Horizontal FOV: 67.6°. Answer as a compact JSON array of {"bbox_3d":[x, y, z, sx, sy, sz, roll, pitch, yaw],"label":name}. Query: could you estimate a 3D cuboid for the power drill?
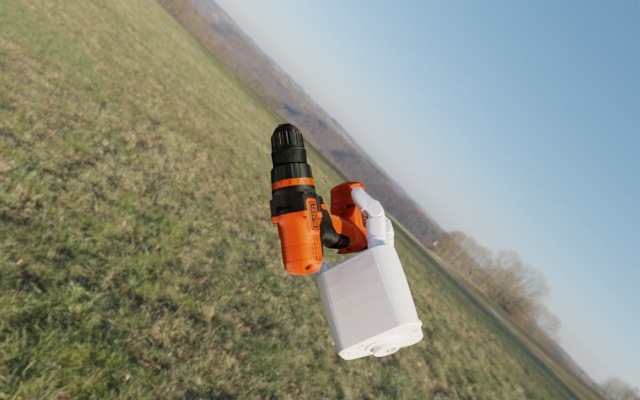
[{"bbox_3d":[0.000,0.002,0.633,0.057,0.184,0.187,-11,-10,29],"label":"power drill"}]
